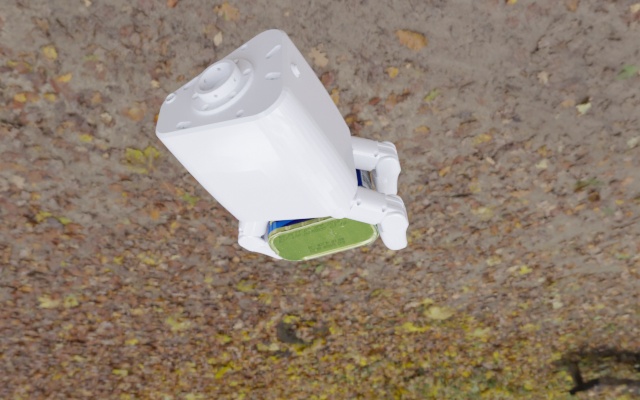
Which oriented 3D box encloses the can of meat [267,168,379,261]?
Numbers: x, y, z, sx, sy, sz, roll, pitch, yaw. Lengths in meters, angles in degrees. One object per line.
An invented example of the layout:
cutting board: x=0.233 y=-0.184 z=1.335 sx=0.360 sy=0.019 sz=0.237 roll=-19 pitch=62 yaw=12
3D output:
can of meat: x=0.000 y=0.002 z=0.438 sx=0.102 sy=0.083 sz=0.057 roll=-17 pitch=-41 yaw=15
